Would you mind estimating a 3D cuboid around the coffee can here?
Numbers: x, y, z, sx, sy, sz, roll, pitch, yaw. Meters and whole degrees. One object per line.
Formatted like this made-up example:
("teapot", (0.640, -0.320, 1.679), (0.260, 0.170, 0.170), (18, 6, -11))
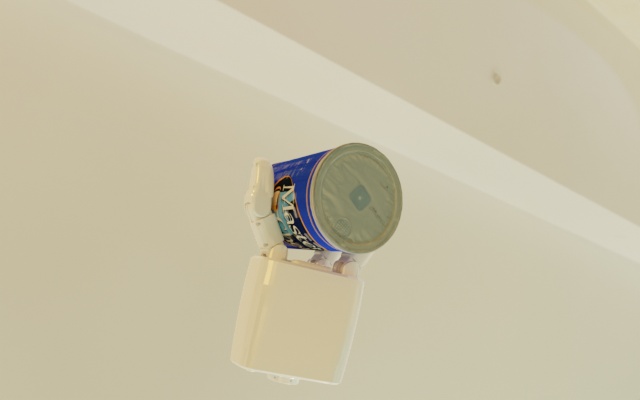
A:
("coffee can", (0.000, 0.001, 0.495), (0.103, 0.103, 0.140), (0, -3, -32))
